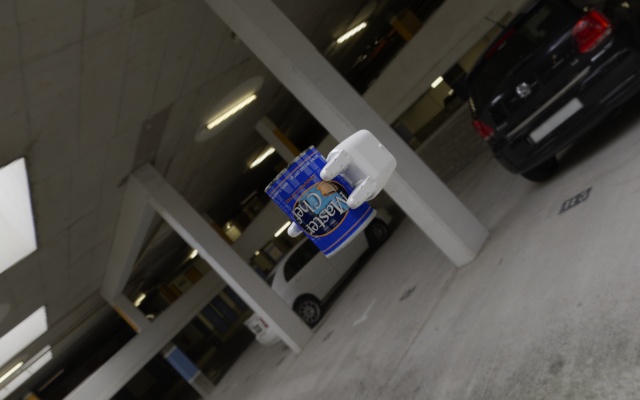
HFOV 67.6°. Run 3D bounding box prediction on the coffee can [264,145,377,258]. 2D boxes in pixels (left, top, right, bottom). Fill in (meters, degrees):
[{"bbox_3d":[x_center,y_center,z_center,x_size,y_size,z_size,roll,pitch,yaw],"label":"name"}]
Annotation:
[{"bbox_3d":[0.000,0.003,0.723,0.103,0.140,0.103,-44,1,1],"label":"coffee can"}]
